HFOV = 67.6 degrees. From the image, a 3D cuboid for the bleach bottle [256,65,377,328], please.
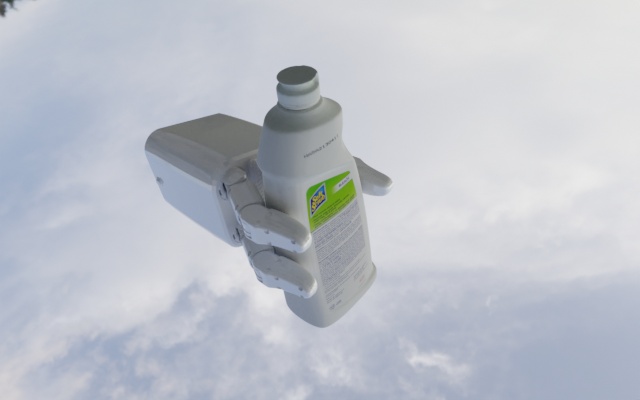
[{"bbox_3d":[0.000,0.001,0.416,0.068,0.251,0.102,26,51,31],"label":"bleach bottle"}]
